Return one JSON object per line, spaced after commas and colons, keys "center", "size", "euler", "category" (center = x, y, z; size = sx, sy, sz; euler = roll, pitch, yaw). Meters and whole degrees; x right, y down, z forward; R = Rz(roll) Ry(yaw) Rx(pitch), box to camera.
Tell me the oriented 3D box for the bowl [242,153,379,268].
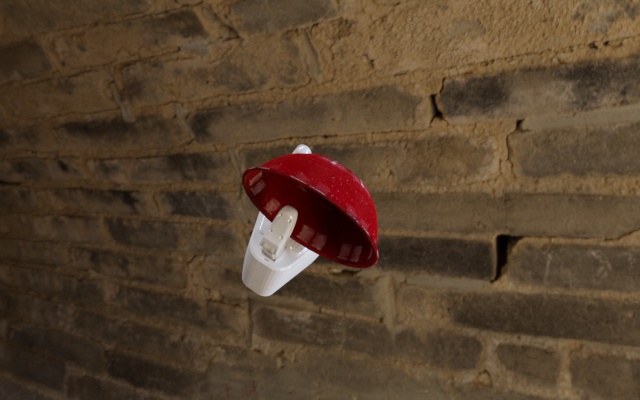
{"center": [0.001, 0.001, 0.493], "size": [0.162, 0.055, 0.162], "euler": [29, -22, 13], "category": "bowl"}
